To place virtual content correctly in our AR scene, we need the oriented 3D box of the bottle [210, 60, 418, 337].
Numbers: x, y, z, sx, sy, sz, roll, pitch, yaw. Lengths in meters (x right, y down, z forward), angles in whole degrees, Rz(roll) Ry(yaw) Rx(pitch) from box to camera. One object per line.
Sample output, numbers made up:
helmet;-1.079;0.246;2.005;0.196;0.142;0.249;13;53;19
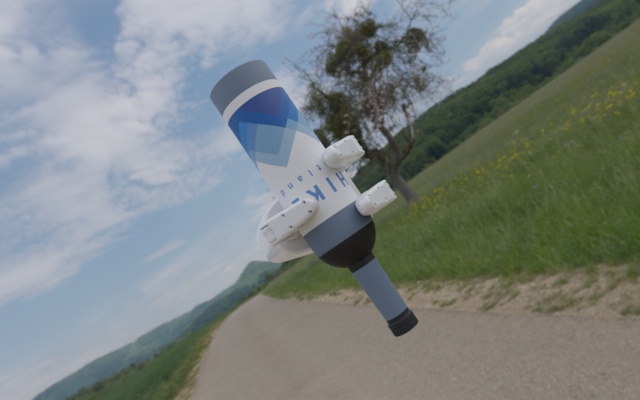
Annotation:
bottle;0.000;0.001;0.468;0.069;0.295;0.069;-34;-4;-3
